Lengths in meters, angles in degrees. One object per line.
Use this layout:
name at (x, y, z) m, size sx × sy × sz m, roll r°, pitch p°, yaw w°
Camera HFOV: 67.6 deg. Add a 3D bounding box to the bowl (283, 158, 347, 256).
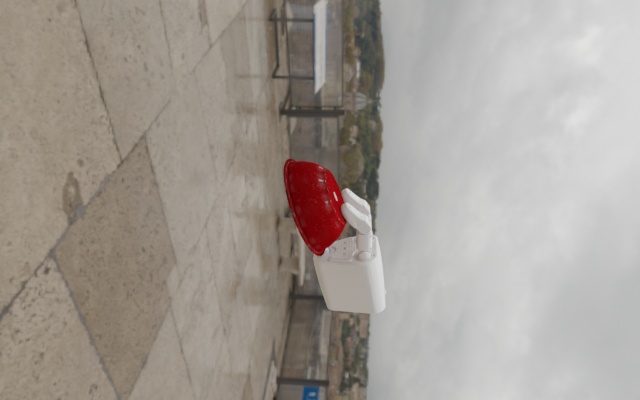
bowl at (0.000, 0.001, 0.747) m, size 0.055 × 0.162 × 0.162 m, roll -19°, pitch -5°, yaw 14°
